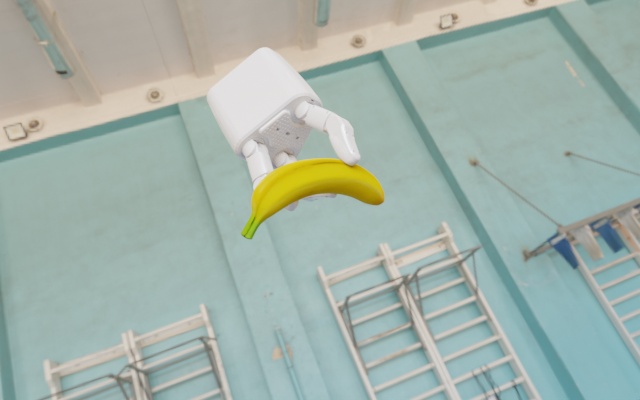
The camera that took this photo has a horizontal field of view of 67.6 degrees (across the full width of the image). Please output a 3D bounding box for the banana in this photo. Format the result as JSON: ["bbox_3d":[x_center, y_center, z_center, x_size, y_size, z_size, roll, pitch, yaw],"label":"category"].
[{"bbox_3d":[0.002,-0.013,0.508,0.198,0.070,0.037,-12,39,-37],"label":"banana"}]
